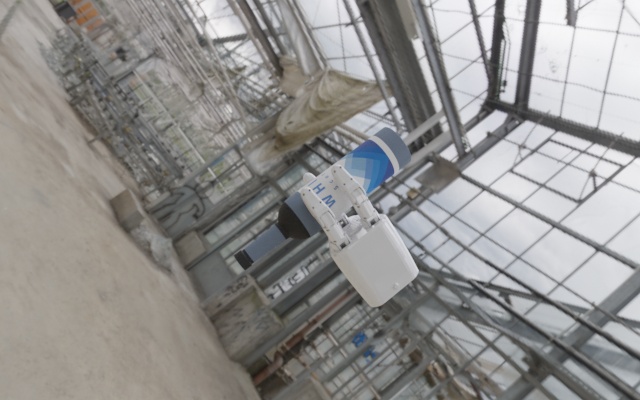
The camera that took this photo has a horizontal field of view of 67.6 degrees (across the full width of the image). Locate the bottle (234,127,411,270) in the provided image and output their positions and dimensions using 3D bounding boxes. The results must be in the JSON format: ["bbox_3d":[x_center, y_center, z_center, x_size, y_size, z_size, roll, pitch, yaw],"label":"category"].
[{"bbox_3d":[0.000,0.002,0.706,0.295,0.069,0.069,-37,6,-9],"label":"bottle"}]
